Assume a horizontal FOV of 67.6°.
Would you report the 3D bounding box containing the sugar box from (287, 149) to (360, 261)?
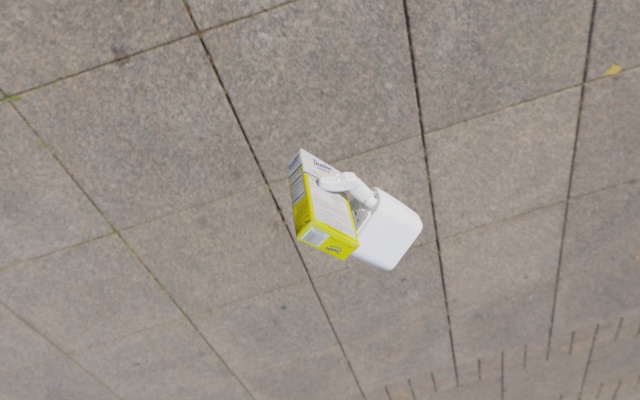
[{"bbox_3d":[0.000,0.003,0.744,0.093,0.048,0.176,29,29,-30],"label":"sugar box"}]
